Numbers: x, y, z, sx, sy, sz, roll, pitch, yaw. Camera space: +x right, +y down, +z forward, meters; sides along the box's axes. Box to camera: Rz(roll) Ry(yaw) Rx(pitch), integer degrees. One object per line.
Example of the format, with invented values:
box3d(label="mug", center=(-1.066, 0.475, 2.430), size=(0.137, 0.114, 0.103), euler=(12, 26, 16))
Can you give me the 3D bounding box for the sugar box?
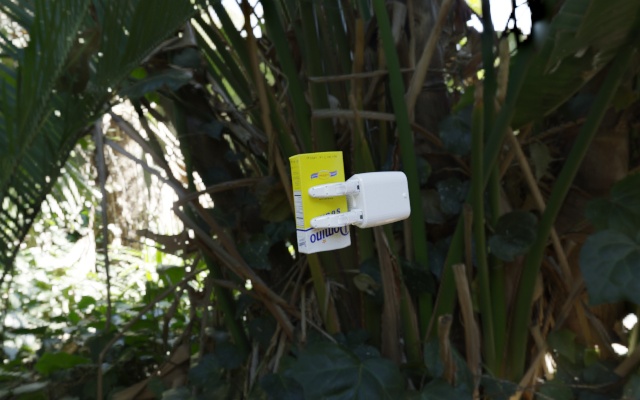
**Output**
box3d(label="sugar box", center=(0.001, 0.003, 0.868), size=(0.093, 0.176, 0.048), euler=(-8, 1, -28))
